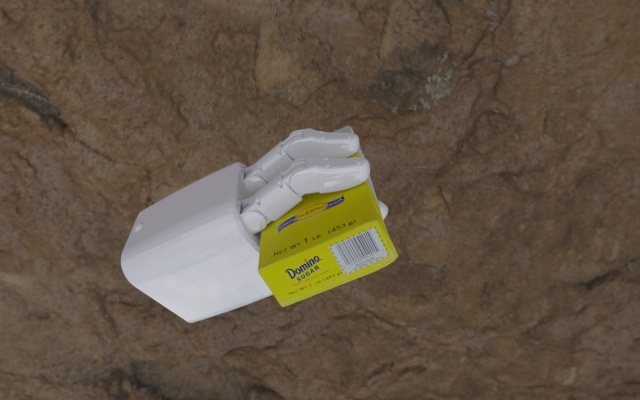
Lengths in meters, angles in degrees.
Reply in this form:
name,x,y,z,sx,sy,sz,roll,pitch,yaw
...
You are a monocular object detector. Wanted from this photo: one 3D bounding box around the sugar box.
name,x,y,z,sx,sy,sz,roll,pitch,yaw
sugar box,0.000,0.001,0.402,0.093,0.048,0.176,-23,31,9
